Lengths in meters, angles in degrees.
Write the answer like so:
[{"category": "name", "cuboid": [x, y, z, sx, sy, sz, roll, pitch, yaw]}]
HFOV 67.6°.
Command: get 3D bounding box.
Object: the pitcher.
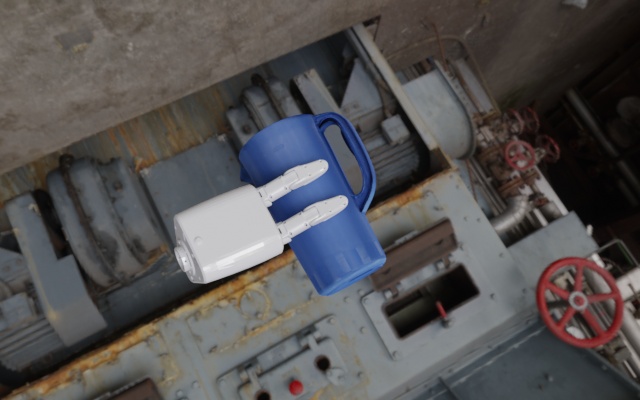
[{"category": "pitcher", "cuboid": [0.000, 0.002, 0.684, 0.145, 0.242, 0.149, -22, -15, -29]}]
